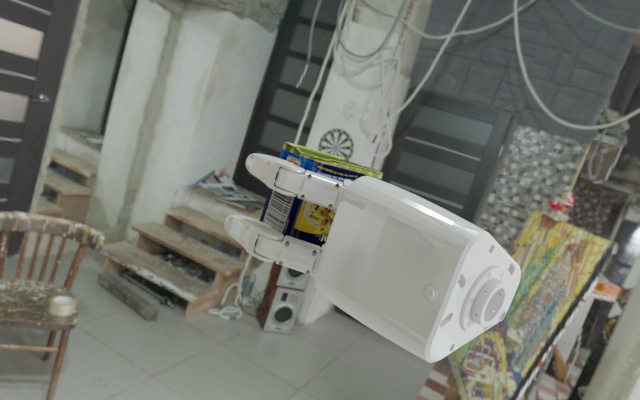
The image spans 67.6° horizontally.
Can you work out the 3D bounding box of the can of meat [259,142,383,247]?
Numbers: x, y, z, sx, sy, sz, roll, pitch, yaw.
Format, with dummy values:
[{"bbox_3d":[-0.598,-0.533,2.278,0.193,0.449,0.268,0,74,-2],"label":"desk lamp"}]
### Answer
[{"bbox_3d":[0.000,0.001,0.425,0.102,0.084,0.057,11,12,-42],"label":"can of meat"}]
